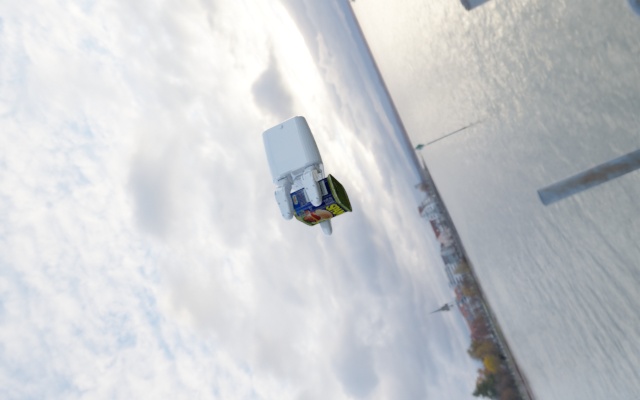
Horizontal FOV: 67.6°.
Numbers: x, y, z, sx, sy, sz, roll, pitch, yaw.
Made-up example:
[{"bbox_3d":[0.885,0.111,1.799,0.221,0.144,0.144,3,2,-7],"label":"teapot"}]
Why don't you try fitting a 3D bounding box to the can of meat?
[{"bbox_3d":[0.000,0.003,0.849,0.084,0.057,0.102,-23,-20,13],"label":"can of meat"}]
